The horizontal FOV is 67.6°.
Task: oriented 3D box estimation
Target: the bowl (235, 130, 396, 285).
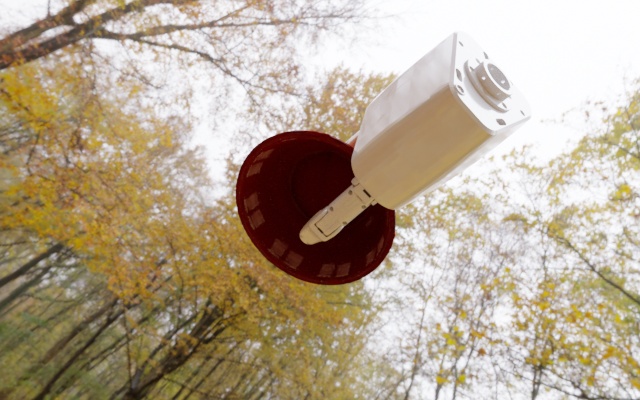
[{"bbox_3d":[-0.001,0.002,0.471,0.162,0.162,0.055,0,25,23],"label":"bowl"}]
